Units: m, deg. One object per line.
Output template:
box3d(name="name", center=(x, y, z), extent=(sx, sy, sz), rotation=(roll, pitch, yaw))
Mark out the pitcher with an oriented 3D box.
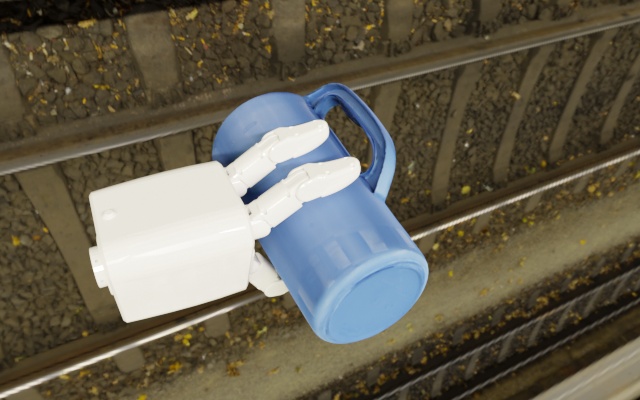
box3d(name="pitcher", center=(0.000, 0.002, 0.456), extent=(0.145, 0.149, 0.242), rotation=(-15, 45, -22))
